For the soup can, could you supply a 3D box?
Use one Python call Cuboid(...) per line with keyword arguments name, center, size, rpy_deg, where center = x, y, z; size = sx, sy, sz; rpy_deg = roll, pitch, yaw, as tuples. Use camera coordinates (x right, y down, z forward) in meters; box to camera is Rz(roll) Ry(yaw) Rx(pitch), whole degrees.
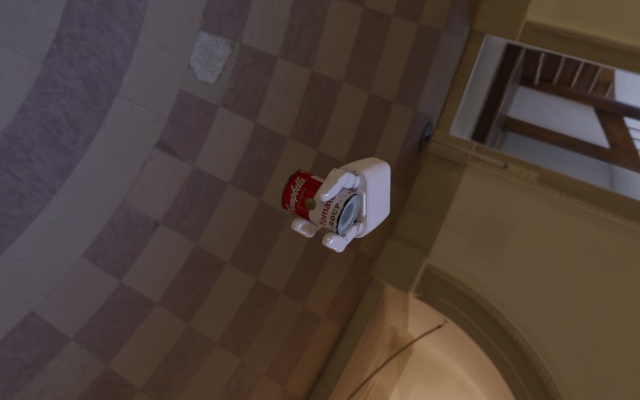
Cuboid(name="soup can", center=(0.000, 0.002, 0.724), size=(0.102, 0.068, 0.068), rpy_deg=(25, 10, 22))
